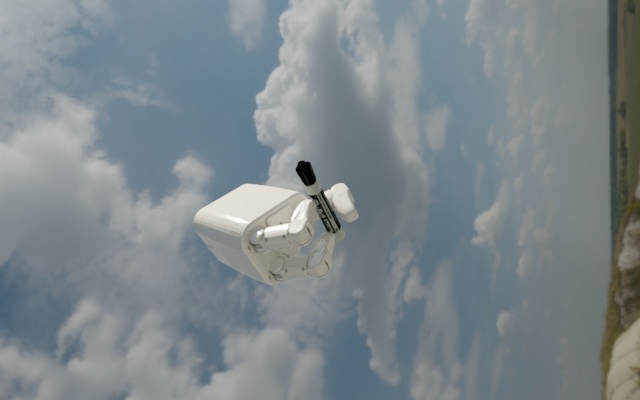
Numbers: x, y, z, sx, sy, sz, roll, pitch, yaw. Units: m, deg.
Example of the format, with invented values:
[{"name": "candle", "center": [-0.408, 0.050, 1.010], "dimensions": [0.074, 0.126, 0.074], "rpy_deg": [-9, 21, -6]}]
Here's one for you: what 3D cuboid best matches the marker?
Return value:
[{"name": "marker", "center": [0.000, 0.002, 0.562], "dimensions": [0.020, 0.121, 0.020], "rpy_deg": [-17, 37, 13]}]
